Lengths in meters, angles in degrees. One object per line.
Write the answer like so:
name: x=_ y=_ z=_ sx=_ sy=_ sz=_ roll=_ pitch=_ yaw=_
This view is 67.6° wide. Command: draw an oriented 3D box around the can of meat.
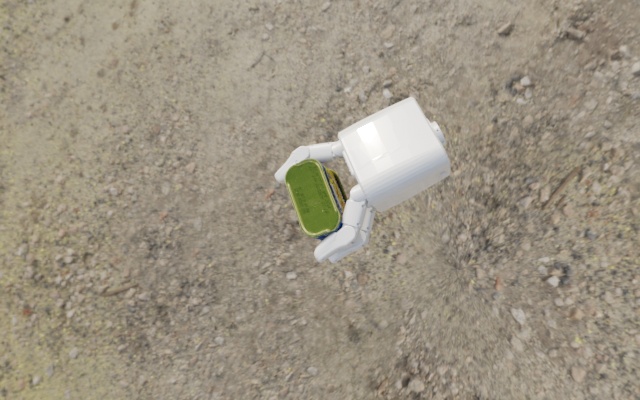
can of meat: x=0.000 y=0.002 z=0.614 sx=0.057 sy=0.102 sz=0.084 roll=-23 pitch=-14 yaw=11
